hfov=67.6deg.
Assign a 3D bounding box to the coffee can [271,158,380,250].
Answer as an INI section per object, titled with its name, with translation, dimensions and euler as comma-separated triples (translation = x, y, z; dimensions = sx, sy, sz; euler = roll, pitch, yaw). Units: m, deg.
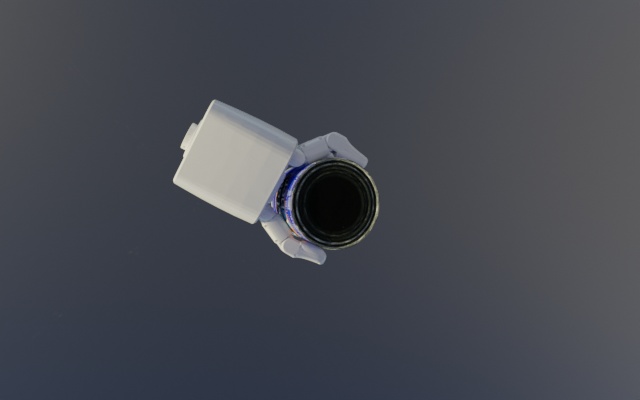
[coffee can]
translation = 0.000, 0.002, 0.592
dimensions = 0.103, 0.103, 0.140
euler = 0, 1, -15
